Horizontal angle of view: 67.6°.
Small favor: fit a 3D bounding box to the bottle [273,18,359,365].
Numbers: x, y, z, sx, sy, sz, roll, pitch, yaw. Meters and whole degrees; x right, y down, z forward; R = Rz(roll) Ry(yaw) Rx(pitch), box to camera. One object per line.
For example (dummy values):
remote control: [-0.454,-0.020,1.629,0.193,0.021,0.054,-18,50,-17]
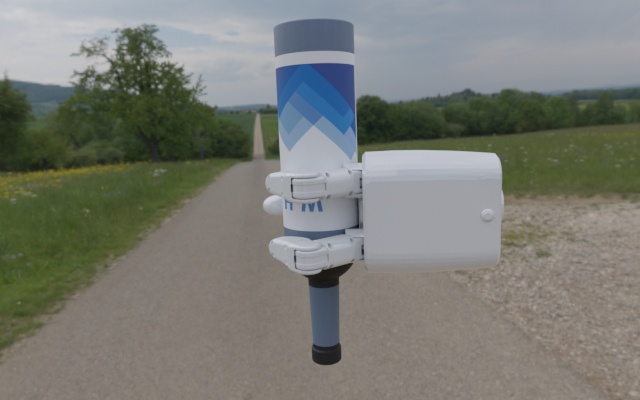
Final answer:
bottle: [0.000,0.001,0.419,0.069,0.296,0.069,-2,9,0]
